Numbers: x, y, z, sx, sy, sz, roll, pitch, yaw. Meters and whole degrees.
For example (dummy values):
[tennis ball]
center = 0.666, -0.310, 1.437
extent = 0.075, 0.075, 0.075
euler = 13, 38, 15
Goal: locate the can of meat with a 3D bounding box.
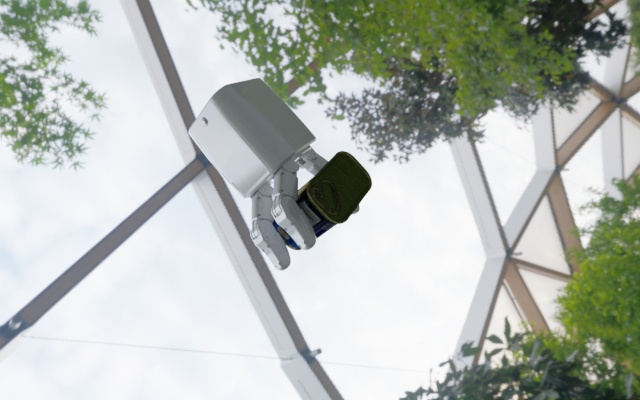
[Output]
[can of meat]
center = 0.000, 0.002, 0.548
extent = 0.084, 0.057, 0.102
euler = -38, 8, 43
